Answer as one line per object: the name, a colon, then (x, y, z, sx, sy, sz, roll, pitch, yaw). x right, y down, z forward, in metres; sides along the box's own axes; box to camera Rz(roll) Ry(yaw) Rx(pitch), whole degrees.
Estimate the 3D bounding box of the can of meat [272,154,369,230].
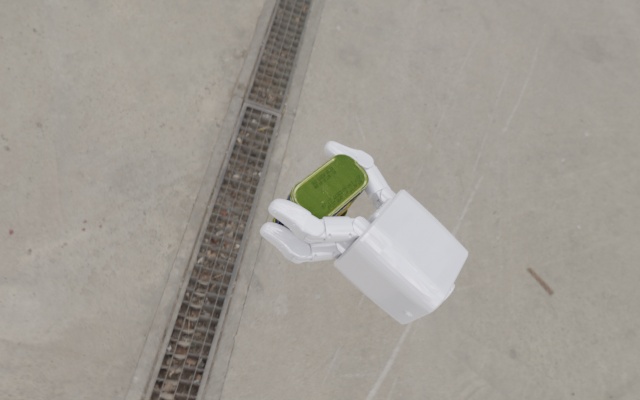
can of meat: (0.000, 0.002, 0.549, 0.102, 0.057, 0.084, -40, -7, -29)
